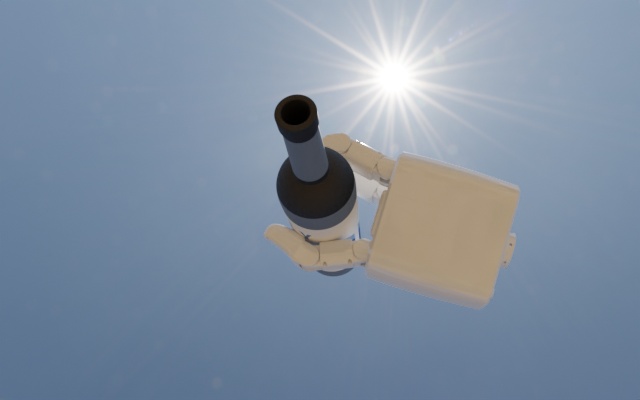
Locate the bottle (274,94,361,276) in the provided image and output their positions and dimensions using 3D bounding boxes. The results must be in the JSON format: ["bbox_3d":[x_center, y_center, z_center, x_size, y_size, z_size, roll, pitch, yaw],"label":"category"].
[{"bbox_3d":[0.000,0.001,0.432,0.069,0.069,0.296,0,-23,7],"label":"bottle"}]
